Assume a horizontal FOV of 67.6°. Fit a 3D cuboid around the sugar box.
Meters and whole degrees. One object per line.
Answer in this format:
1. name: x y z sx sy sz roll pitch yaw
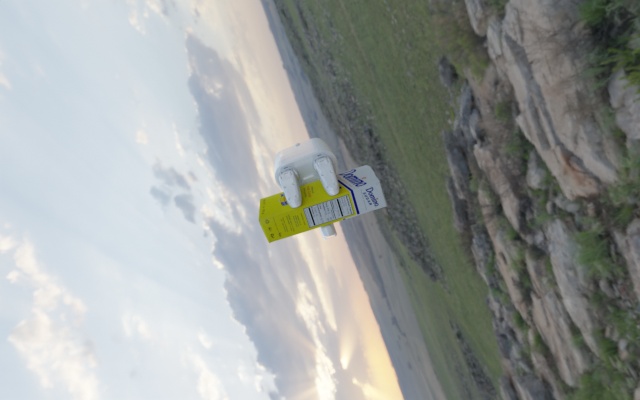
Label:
1. sugar box: 0.000 0.002 0.695 0.176 0.048 0.093 -20 21 1
